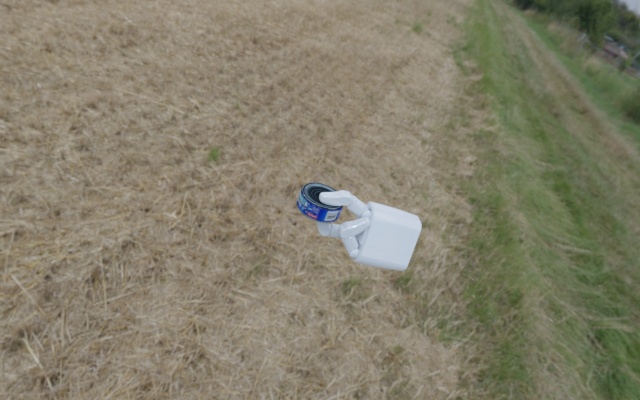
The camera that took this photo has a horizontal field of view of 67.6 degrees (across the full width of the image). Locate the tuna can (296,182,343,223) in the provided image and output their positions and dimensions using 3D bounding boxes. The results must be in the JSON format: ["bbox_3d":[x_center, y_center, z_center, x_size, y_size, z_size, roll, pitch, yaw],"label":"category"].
[{"bbox_3d":[0.000,0.002,0.894,0.086,0.034,0.086,16,31,-10],"label":"tuna can"}]
